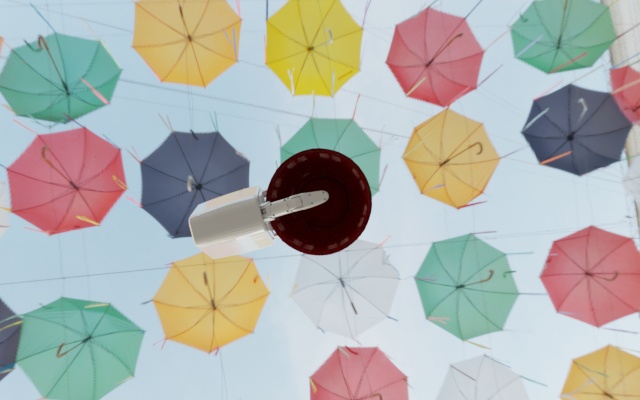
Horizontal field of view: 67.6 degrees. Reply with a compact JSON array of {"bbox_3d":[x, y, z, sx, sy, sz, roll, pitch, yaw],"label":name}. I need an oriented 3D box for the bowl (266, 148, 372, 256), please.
[{"bbox_3d":[0.002,0.002,0.740,0.162,0.162,0.055,0,-1,9],"label":"bowl"}]
